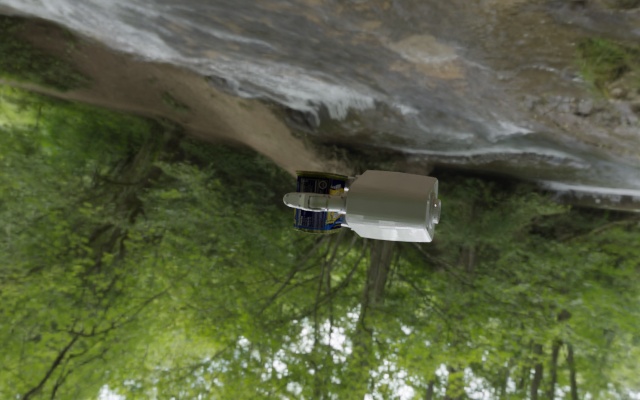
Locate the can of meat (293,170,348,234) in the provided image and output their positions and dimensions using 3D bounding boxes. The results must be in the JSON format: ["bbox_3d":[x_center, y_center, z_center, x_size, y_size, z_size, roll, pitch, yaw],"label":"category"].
[{"bbox_3d":[0.000,0.003,0.689,0.057,0.084,0.102,5,2,18],"label":"can of meat"}]
